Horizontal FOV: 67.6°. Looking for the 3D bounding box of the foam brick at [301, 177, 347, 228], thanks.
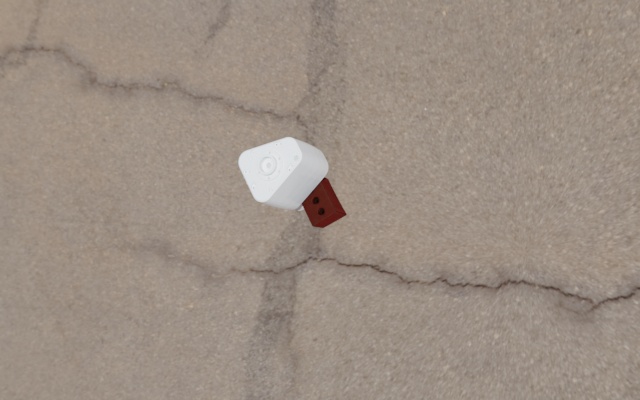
[{"bbox_3d":[0.000,0.003,0.842,0.053,0.078,0.051,-32,-17,16],"label":"foam brick"}]
